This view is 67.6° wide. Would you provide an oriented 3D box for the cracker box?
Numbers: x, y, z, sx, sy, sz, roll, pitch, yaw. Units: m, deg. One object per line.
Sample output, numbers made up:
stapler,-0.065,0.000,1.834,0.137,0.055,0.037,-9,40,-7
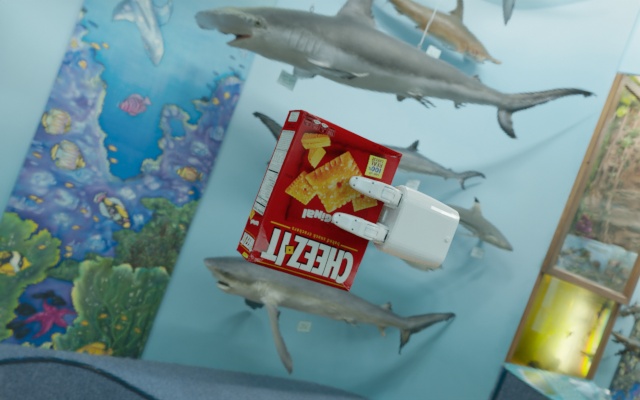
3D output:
cracker box,0.000,0.002,0.671,0.164,0.213,0.072,21,1,-24
